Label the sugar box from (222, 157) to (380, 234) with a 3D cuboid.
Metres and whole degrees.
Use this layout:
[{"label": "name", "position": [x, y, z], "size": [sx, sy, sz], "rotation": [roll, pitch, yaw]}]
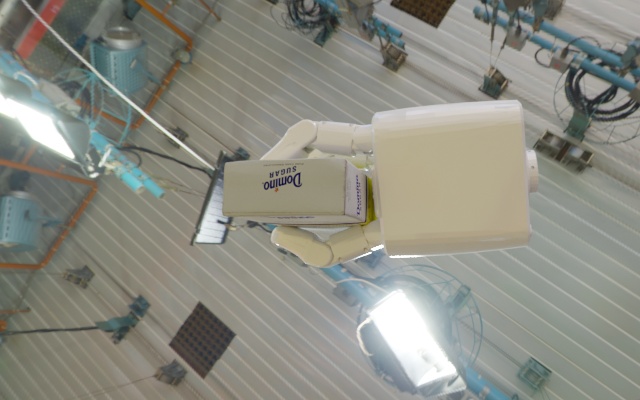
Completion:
[{"label": "sugar box", "position": [0.000, 0.001, 0.406], "size": [0.093, 0.048, 0.176], "rotation": [-1, -10, 17]}]
